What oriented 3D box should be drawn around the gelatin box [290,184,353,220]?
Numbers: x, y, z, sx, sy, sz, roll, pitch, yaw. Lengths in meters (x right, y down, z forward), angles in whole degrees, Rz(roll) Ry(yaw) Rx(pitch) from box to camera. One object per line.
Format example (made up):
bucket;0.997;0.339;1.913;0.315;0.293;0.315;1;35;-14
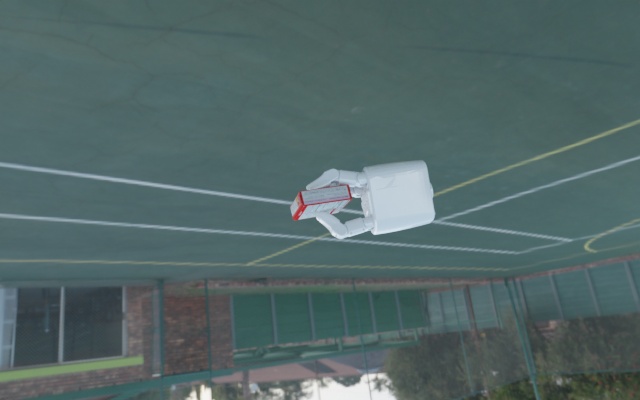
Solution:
gelatin box;0.000;0.003;0.806;0.089;0.030;0.073;-9;-17;-20
